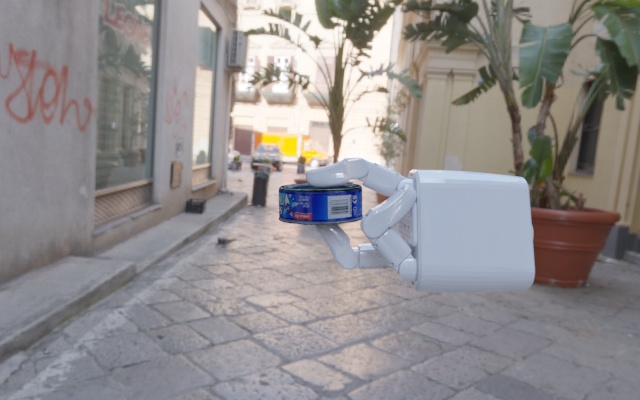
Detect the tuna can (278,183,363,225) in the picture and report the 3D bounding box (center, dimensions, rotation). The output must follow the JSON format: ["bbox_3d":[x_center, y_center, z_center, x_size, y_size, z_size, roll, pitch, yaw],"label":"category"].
[{"bbox_3d":[0.000,0.001,0.483,0.086,0.034,0.086,-1,7,0],"label":"tuna can"}]
